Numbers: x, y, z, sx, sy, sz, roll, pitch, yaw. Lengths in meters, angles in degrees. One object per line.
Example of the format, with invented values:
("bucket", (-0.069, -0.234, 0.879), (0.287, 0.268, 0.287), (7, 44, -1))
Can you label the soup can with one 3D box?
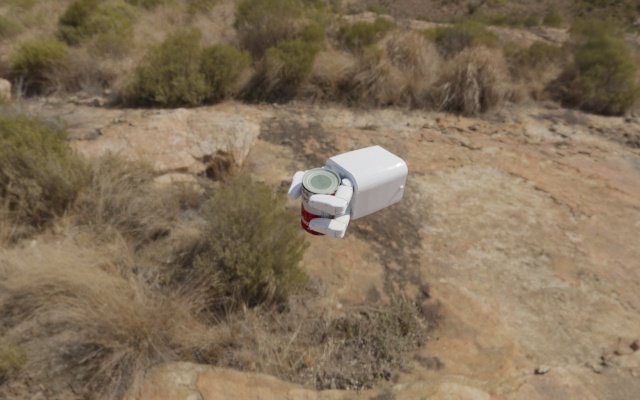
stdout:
("soup can", (0.000, 0.003, 0.825), (0.068, 0.102, 0.068), (1, 45, -1))
